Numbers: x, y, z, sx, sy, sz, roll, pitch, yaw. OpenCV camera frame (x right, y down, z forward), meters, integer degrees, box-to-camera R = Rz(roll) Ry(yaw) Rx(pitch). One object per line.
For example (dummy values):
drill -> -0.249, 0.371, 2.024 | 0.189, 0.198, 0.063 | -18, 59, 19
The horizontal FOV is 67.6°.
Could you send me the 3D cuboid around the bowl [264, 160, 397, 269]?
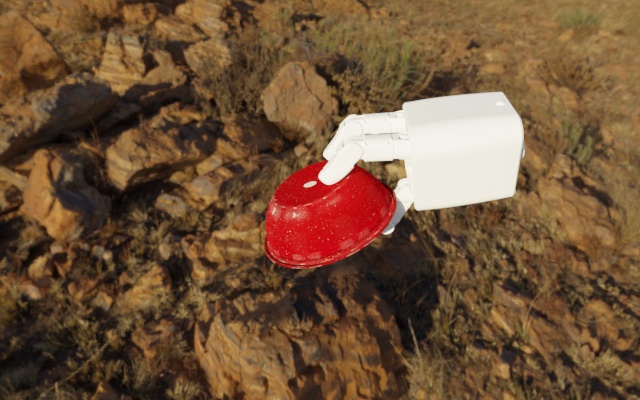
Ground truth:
bowl -> -0.001, 0.002, 0.533 | 0.162, 0.055, 0.162 | -19, 29, 11
